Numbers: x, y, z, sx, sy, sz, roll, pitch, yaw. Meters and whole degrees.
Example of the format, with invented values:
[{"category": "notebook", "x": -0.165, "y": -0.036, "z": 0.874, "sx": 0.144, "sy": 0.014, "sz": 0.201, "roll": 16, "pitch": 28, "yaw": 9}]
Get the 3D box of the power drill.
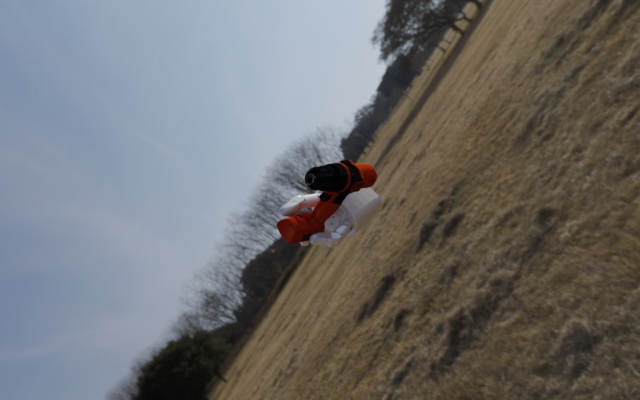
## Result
[{"category": "power drill", "x": 0.000, "y": 0.003, "z": 0.877, "sx": 0.184, "sy": 0.057, "sz": 0.188, "roll": -5, "pitch": -35, "yaw": -50}]
